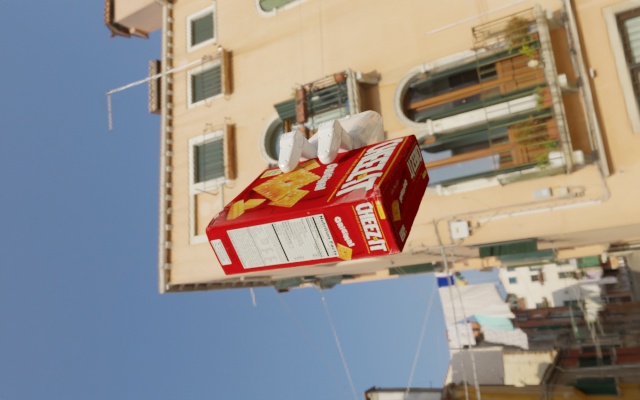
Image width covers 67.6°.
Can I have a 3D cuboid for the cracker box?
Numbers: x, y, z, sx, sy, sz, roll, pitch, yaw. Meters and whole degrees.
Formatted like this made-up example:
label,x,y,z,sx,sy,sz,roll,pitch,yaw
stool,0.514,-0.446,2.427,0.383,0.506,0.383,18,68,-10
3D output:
label,x,y,z,sx,sy,sz,roll,pitch,yaw
cracker box,0.000,0.002,0.545,0.214,0.072,0.164,-11,23,28
